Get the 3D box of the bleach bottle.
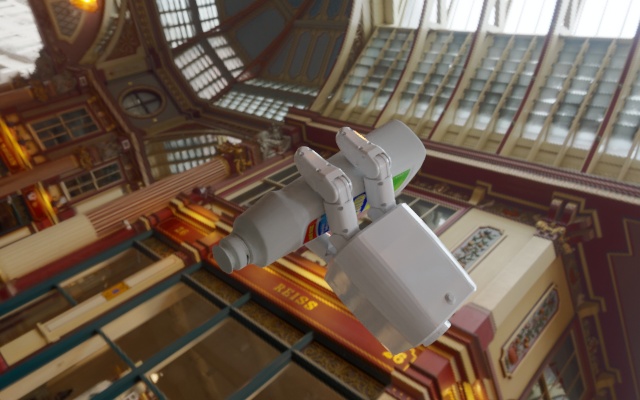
[{"bbox_3d":[0.000,0.001,0.485,0.250,0.068,0.103,-32,-16,-36],"label":"bleach bottle"}]
